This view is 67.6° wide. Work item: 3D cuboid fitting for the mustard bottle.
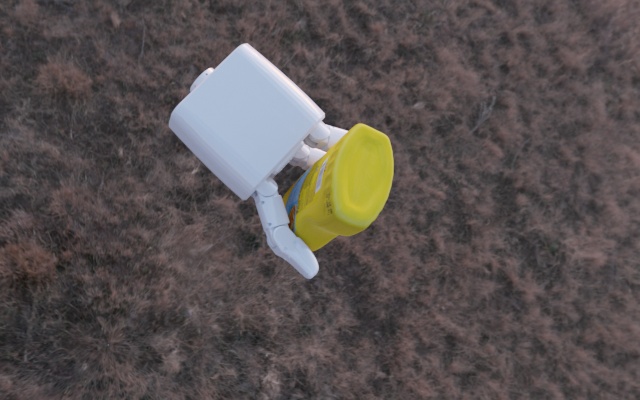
[{"bbox_3d":[0.000,0.002,0.485,0.058,0.096,0.192,21,-23,-17],"label":"mustard bottle"}]
